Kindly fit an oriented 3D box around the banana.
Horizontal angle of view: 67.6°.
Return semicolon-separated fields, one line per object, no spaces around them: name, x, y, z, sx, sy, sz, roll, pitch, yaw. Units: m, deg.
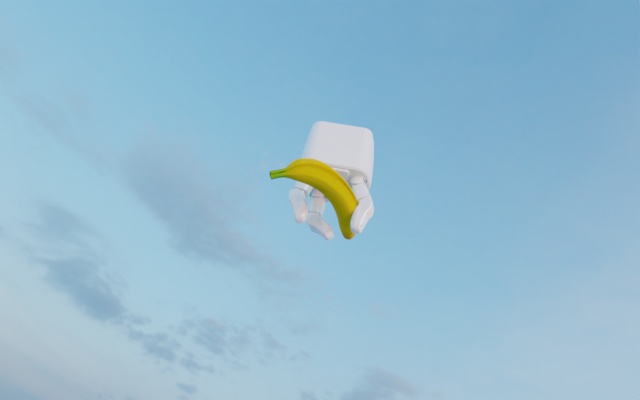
banana;0.013;-0.007;0.703;0.069;0.037;0.198;-27;-47;25
